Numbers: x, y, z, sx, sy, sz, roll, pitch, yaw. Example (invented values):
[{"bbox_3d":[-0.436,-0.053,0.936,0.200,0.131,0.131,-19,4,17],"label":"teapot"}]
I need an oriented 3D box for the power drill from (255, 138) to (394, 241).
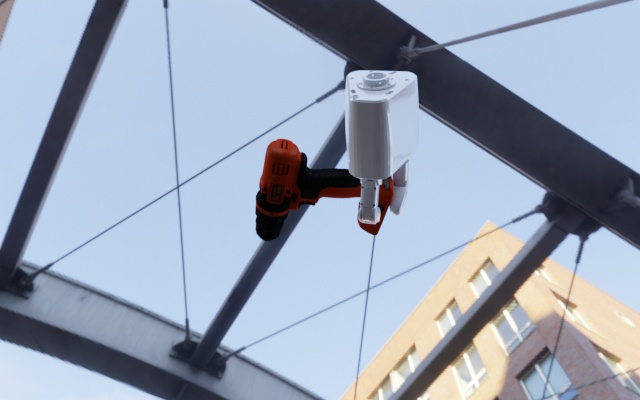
[{"bbox_3d":[0.001,0.002,0.695,0.187,0.057,0.185,7,-45,-9],"label":"power drill"}]
